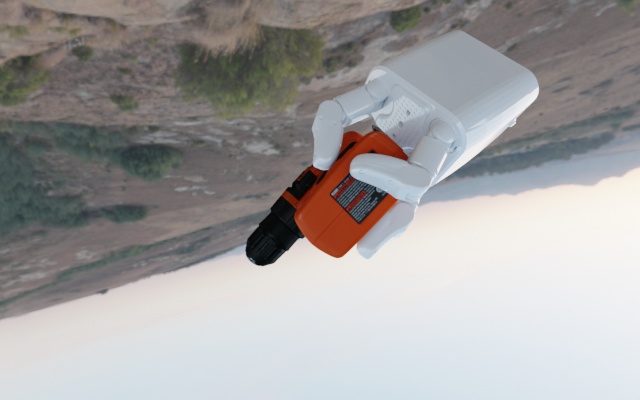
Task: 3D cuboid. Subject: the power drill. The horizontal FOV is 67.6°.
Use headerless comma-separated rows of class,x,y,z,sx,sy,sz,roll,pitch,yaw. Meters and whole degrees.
power drill,0.000,0.001,0.457,0.057,0.184,0.187,43,-6,-12
